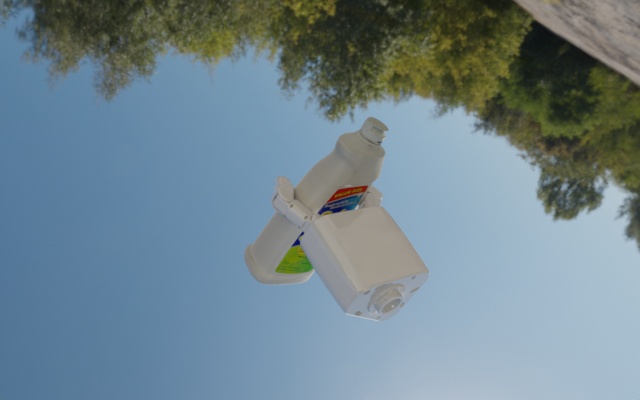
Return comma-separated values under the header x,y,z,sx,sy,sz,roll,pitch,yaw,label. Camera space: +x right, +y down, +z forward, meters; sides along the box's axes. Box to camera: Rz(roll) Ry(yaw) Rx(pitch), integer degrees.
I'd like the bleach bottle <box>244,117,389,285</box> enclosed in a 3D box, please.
x,y,z,sx,sy,sz,roll,pitch,yaw,label
0.000,0.002,0.610,0.102,0.251,0.068,7,38,-41,bleach bottle
